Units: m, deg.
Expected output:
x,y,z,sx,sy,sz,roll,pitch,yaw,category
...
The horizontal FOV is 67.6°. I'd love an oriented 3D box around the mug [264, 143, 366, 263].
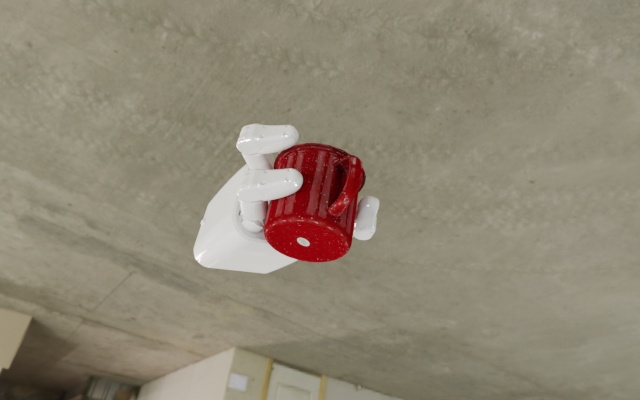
x,y,z,sx,sy,sz,roll,pitch,yaw,category
0.001,0.001,0.445,0.093,0.081,0.117,28,-38,-25,mug
